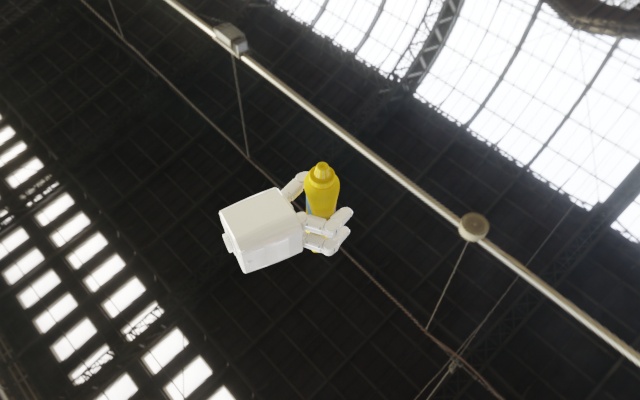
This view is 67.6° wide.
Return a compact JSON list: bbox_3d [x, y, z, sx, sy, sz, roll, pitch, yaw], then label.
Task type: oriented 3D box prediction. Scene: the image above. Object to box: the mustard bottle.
[{"bbox_3d":[0.000,0.003,0.809,0.058,0.096,0.192,-2,-36,-2],"label":"mustard bottle"}]
